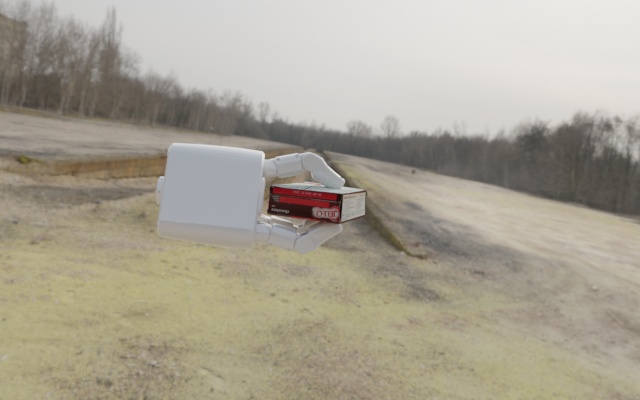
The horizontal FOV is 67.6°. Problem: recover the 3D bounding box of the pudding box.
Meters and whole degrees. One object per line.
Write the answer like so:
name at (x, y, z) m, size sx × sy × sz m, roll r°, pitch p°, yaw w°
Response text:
pudding box at (0.000, 0.002, 0.577) m, size 0.090 × 0.039 × 0.113 m, roll 8°, pitch 7°, yaw 20°
